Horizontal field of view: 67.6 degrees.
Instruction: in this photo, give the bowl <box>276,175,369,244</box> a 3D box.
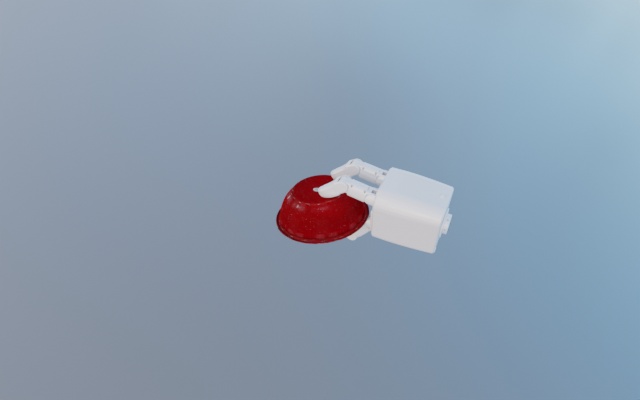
[{"bbox_3d":[-0.001,0.002,0.809,0.162,0.055,0.162,-6,34,4],"label":"bowl"}]
